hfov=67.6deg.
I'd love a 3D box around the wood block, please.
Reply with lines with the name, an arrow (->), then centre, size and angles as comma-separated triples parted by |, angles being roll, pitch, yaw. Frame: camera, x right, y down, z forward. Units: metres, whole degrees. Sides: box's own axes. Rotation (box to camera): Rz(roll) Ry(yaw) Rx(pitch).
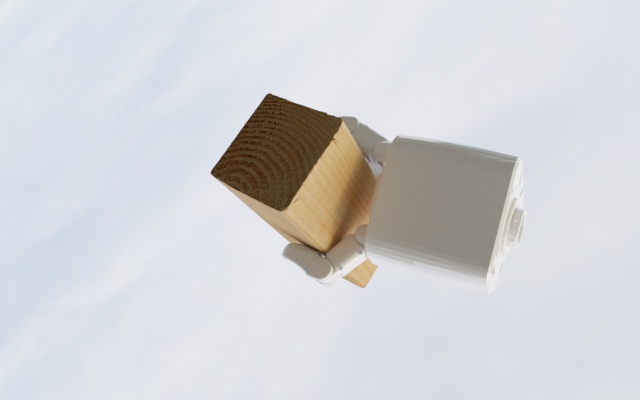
wood block -> 0.000, 0.002, 0.469 | 0.090, 0.091, 0.206 | 26, -14, 32
